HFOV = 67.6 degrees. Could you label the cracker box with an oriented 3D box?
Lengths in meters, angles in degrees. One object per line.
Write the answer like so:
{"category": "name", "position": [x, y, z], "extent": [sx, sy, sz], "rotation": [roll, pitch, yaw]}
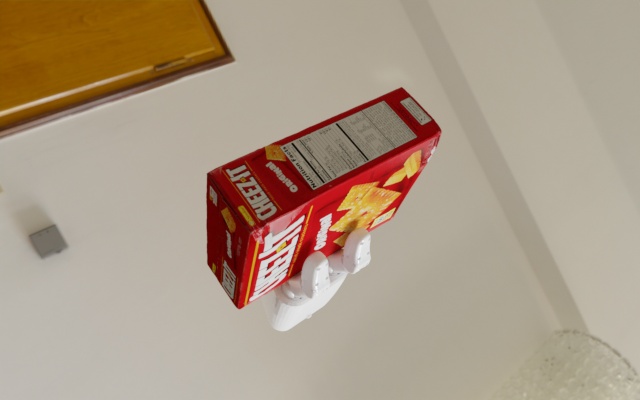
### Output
{"category": "cracker box", "position": [0.000, 0.001, 0.464], "extent": [0.213, 0.072, 0.164], "rotation": [-28, -23, -27]}
